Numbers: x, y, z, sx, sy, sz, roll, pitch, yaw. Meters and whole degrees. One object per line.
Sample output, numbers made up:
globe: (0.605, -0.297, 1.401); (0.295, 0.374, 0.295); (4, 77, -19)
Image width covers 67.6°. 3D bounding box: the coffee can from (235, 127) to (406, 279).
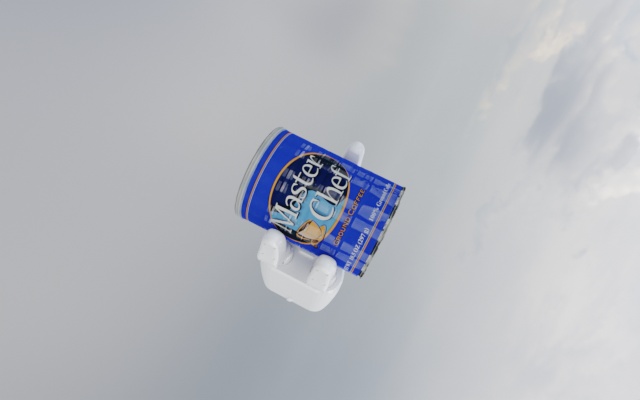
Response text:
coffee can: (0.000, 0.001, 0.482); (0.140, 0.103, 0.103); (27, 3, 6)
